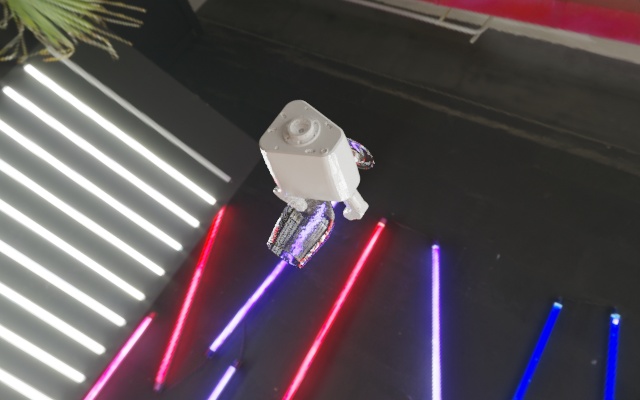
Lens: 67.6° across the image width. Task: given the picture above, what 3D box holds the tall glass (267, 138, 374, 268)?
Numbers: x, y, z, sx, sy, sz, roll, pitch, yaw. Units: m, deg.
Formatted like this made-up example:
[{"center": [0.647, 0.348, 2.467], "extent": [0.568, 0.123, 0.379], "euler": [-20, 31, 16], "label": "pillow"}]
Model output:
[{"center": [0.001, 0.002, 0.722], "extent": [0.079, 0.201, 0.079], "euler": [30, -20, 12], "label": "tall glass"}]
